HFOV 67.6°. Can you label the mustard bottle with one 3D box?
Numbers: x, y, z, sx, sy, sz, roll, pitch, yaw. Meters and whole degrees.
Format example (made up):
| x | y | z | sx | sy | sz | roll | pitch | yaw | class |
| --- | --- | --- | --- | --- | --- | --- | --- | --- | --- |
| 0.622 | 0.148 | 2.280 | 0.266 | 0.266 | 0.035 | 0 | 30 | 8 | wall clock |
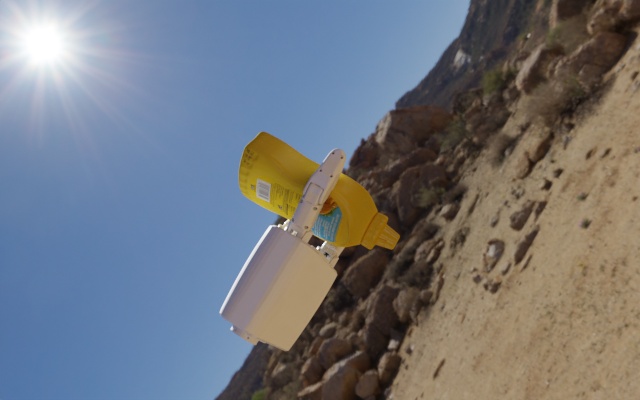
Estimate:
| x | y | z | sx | sy | sz | roll | pitch | yaw | class |
| --- | --- | --- | --- | --- | --- | --- | --- | --- | --- |
| 0.000 | 0.001 | 0.539 | 0.191 | 0.096 | 0.058 | 29 | 52 | 13 | mustard bottle |
